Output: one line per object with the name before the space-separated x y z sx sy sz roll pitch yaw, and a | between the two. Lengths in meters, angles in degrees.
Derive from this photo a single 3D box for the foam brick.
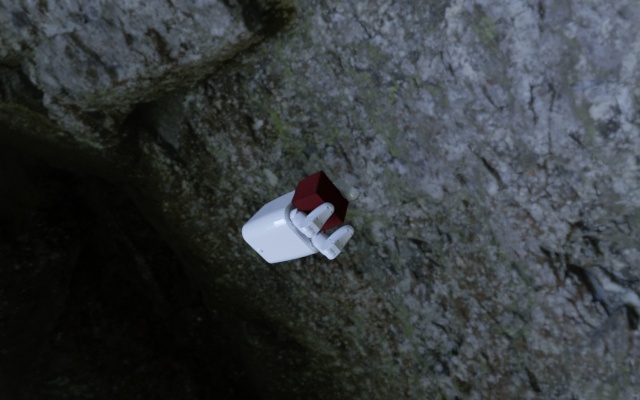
foam brick | 0.000 0.002 0.761 0.051 0.053 0.078 -21 -56 33
